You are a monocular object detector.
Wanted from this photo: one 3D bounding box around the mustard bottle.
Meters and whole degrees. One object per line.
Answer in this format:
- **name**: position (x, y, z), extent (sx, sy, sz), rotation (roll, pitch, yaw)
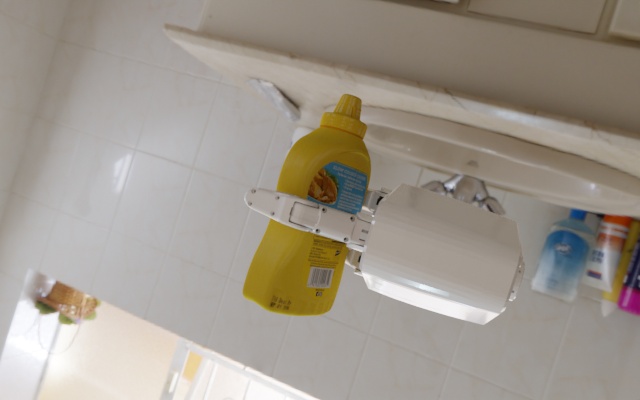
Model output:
- **mustard bottle**: position (0.000, 0.002, 0.417), extent (0.058, 0.191, 0.096), rotation (18, 2, 40)
